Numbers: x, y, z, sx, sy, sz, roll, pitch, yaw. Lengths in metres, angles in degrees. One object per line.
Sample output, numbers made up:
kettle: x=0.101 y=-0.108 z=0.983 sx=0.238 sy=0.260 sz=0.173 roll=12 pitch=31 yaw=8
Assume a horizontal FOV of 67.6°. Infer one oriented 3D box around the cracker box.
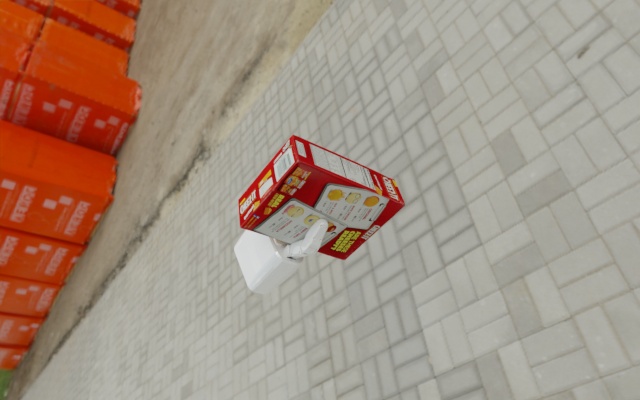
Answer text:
cracker box: x=0.000 y=0.003 z=0.771 sx=0.214 sy=0.072 sz=0.164 roll=20 pitch=-51 yaw=-32
